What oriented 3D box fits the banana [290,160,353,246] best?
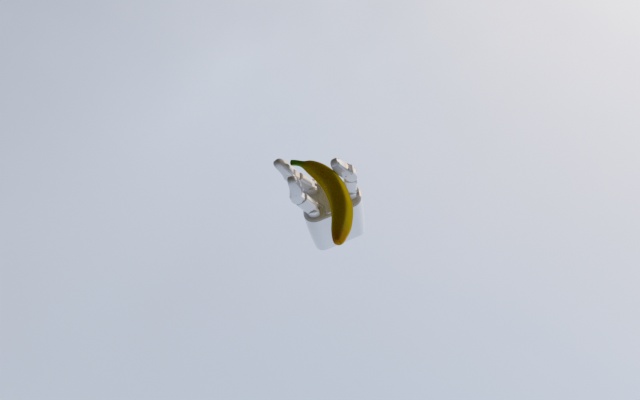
[{"bbox_3d":[0.016,-0.007,0.810,0.069,0.197,0.037,-23,-37,-10],"label":"banana"}]
